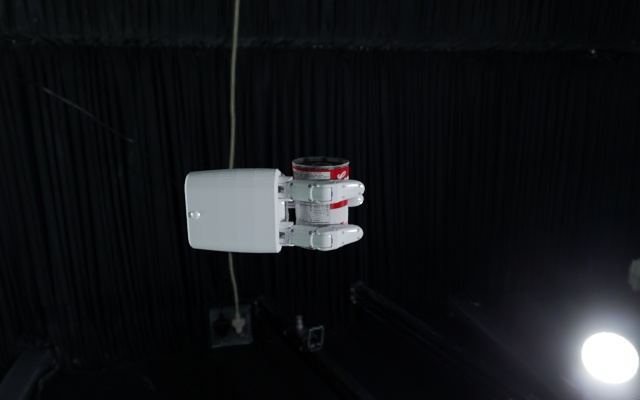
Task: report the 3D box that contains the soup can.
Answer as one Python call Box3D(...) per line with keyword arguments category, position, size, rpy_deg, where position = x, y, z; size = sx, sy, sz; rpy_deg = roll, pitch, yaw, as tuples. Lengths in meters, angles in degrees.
Box3D(category="soup can", position=(0.001, 0.002, 0.585), size=(0.068, 0.102, 0.068), rpy_deg=(0, 14, 0))
